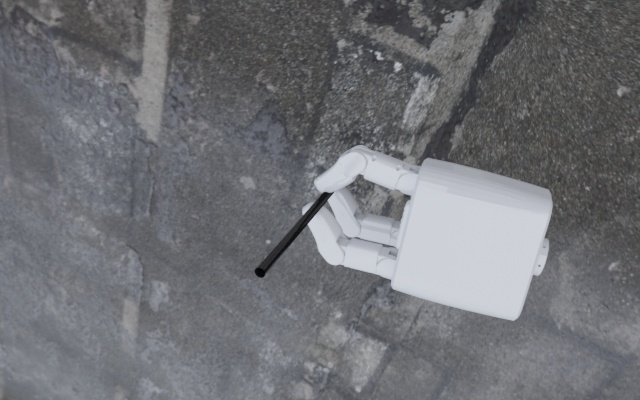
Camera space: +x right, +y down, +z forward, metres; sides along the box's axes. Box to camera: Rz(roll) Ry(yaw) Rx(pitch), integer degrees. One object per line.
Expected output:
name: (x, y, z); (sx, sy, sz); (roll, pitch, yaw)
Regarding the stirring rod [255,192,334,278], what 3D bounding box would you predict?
stirring rod: (0.000, 0.001, 0.425); (0.011, 0.011, 0.239); (0, 23, 22)
